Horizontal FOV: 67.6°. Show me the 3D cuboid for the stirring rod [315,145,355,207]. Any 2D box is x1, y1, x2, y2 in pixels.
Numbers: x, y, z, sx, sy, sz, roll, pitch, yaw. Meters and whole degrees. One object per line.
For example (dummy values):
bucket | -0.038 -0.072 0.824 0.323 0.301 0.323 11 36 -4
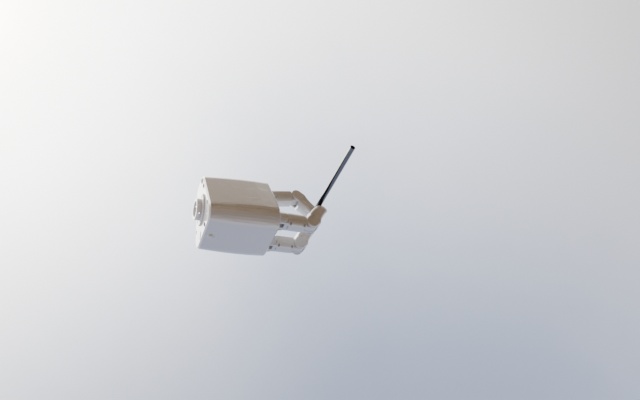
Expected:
stirring rod | 0.000 0.002 0.764 0.011 0.011 0.240 0 -41 -31
